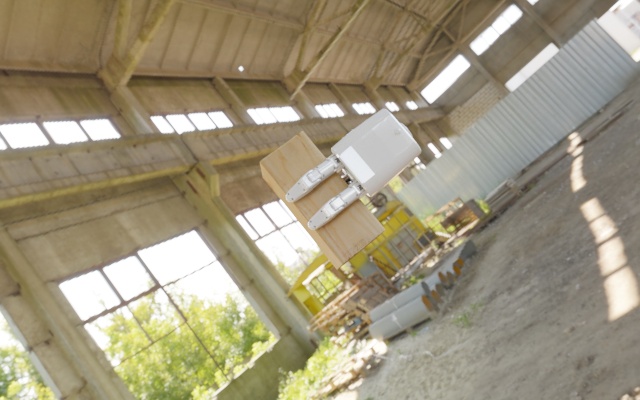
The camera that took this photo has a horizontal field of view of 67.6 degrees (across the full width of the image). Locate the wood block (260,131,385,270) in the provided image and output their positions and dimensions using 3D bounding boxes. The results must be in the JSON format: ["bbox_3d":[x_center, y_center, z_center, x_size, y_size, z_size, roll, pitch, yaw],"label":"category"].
[{"bbox_3d":[0.000,0.002,0.782,0.090,0.206,0.091,-38,-9,-10],"label":"wood block"}]
